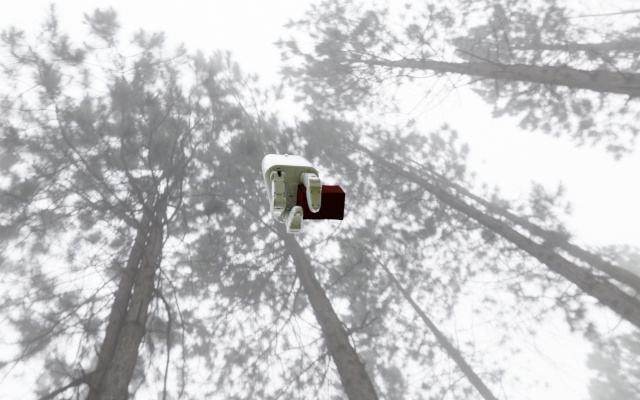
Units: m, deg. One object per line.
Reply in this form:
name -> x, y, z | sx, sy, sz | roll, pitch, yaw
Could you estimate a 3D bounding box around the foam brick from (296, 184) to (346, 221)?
foam brick -> 0.000, 0.003, 0.845 | 0.078, 0.053, 0.051 | 2, 17, -13
